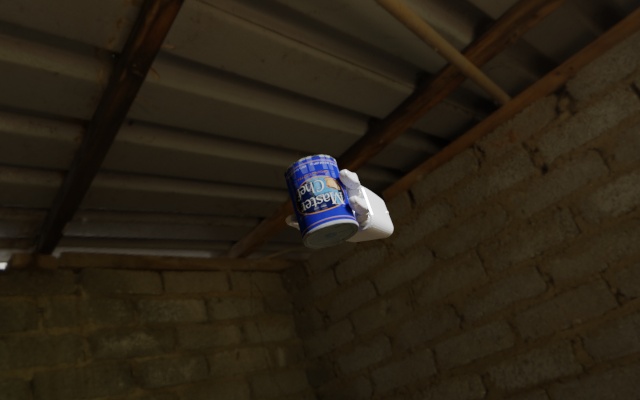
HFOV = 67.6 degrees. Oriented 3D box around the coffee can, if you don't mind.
[{"bbox_3d":[0.000,0.003,0.869,0.103,0.140,0.103,-14,-25,-7],"label":"coffee can"}]
